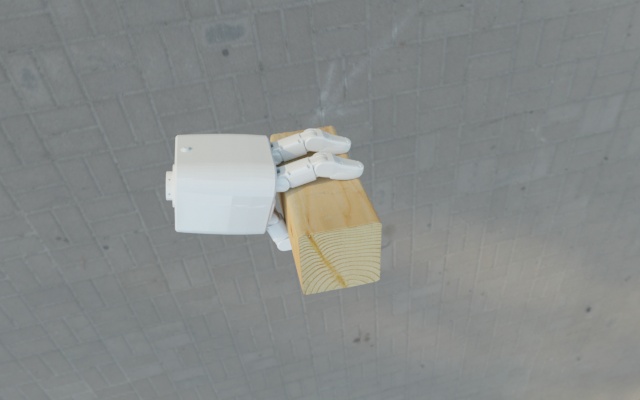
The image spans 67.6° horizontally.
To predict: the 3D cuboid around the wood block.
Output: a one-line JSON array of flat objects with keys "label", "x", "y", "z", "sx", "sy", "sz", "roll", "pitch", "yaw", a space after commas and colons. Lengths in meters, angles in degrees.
[{"label": "wood block", "x": 0.000, "y": 0.002, "z": 0.583, "sx": 0.090, "sy": 0.091, "sz": 0.206, "roll": -10, "pitch": 39, "yaw": -8}]
